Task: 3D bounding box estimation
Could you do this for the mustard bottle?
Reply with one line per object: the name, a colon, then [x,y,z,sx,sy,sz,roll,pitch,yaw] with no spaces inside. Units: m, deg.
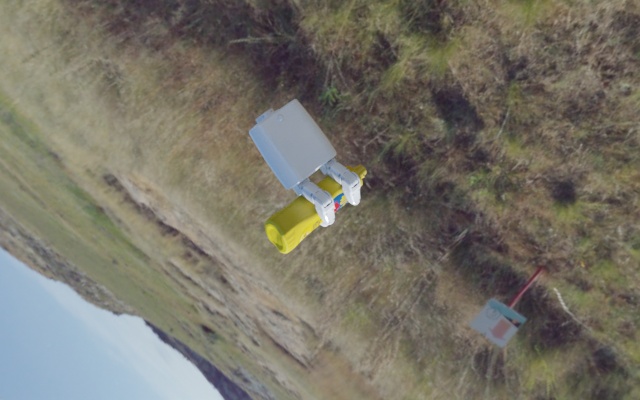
mustard bottle: [0.000,0.003,0.766,0.191,0.058,0.096,-39,-15,-20]
